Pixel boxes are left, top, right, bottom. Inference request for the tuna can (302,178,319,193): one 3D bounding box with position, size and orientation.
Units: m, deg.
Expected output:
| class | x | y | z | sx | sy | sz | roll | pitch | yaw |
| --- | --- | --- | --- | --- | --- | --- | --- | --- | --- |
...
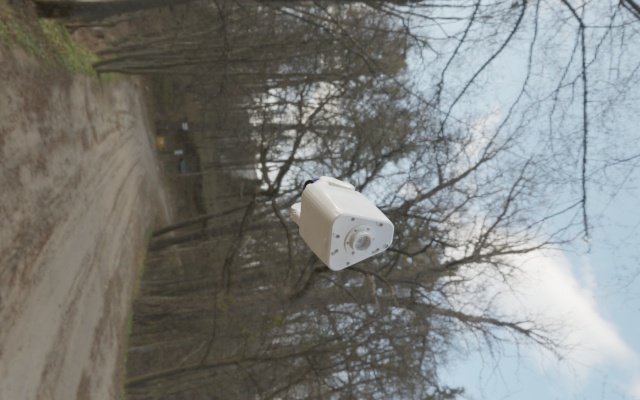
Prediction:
| class | x | y | z | sx | sy | sz | roll | pitch | yaw |
| --- | --- | --- | --- | --- | --- | --- | --- | --- | --- |
| tuna can | 0.001 | 0.003 | 0.847 | 0.034 | 0.086 | 0.086 | -10 | 4 | -24 |
